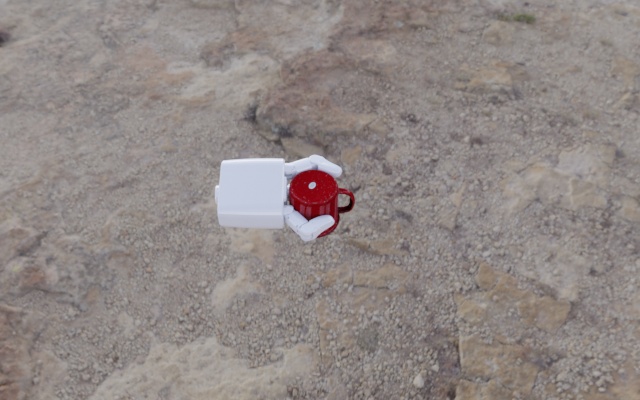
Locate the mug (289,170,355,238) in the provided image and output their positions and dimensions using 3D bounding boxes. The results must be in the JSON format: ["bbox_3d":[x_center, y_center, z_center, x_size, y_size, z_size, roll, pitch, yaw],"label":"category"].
[{"bbox_3d":[0.002,0.003,0.806,0.117,0.093,0.082,-1,-41,-2],"label":"mug"}]
